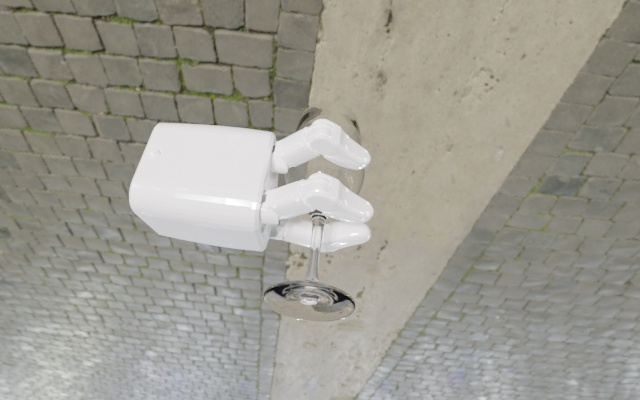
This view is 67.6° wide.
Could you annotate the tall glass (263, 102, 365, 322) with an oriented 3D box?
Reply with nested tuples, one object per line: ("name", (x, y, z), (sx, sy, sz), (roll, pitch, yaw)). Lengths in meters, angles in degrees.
("tall glass", (0.000, 0.002, 0.436), (0.079, 0.201, 0.079), (5, -35, 3))
